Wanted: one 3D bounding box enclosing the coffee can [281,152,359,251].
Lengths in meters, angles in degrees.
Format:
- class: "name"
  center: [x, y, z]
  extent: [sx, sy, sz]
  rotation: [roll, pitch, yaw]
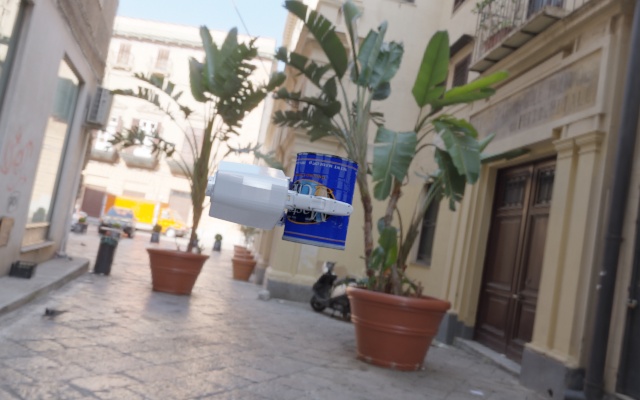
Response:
- class: "coffee can"
  center: [0.000, 0.003, 0.766]
  extent: [0.103, 0.140, 0.103]
  rotation: [10, -4, 1]
